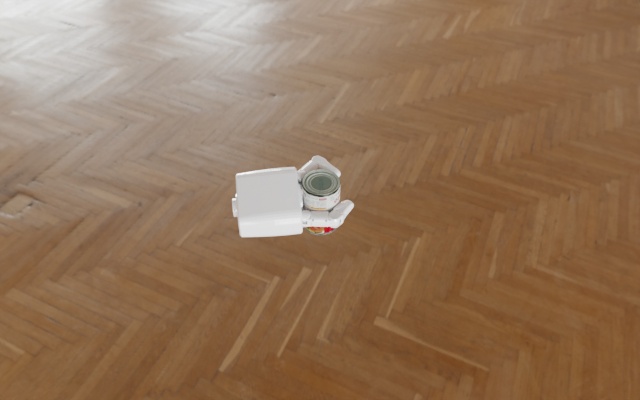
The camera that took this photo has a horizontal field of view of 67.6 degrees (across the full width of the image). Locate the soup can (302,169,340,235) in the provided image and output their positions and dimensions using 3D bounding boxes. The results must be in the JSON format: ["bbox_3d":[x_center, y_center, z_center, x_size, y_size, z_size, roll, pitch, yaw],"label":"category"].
[{"bbox_3d":[0.001,0.003,0.841,0.068,0.068,0.102,0,-44,-1],"label":"soup can"}]
